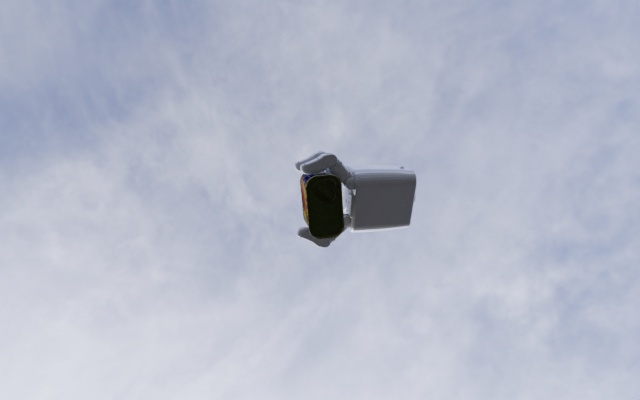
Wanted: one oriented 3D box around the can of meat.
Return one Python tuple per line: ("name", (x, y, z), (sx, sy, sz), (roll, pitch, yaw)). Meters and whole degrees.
("can of meat", (0.000, 0.003, 0.785), (0.057, 0.102, 0.084), (-6, 12, -9))
